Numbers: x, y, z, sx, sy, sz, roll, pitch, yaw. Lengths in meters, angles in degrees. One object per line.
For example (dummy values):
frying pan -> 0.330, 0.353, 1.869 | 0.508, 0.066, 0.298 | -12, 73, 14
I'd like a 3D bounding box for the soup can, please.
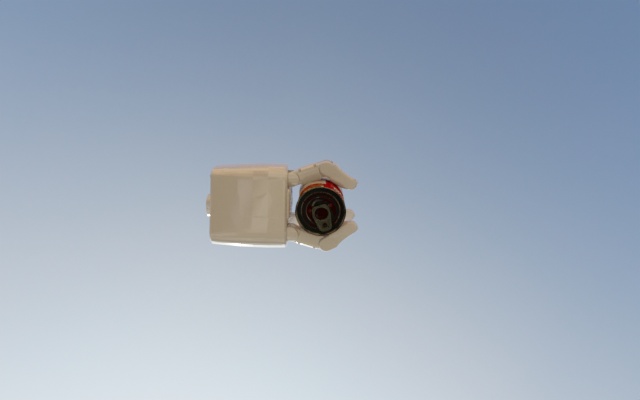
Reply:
soup can -> 0.001, 0.002, 0.677 | 0.068, 0.068, 0.102 | 0, 15, 0
